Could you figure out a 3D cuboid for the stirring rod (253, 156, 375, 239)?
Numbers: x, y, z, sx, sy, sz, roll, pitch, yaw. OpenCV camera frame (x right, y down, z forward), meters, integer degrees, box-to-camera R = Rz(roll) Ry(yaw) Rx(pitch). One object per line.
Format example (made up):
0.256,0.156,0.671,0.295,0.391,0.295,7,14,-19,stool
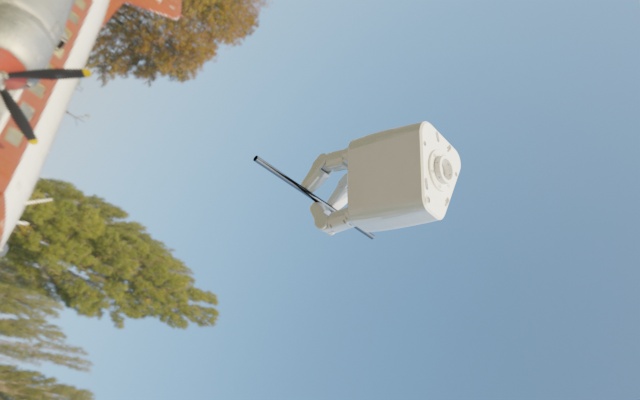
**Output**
0.000,0.002,0.655,0.011,0.011,0.240,0,-26,47,stirring rod
